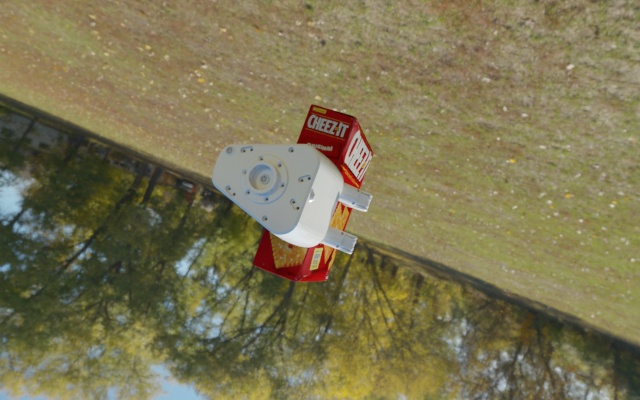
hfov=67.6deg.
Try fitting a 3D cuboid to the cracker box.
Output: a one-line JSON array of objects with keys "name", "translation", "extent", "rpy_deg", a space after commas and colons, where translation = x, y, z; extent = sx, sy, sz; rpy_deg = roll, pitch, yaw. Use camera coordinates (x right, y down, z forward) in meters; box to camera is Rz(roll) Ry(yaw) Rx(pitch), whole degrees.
[{"name": "cracker box", "translation": [0.000, 0.002, 0.653], "extent": [0.072, 0.213, 0.164], "rpy_deg": [20, -5, 16]}]
